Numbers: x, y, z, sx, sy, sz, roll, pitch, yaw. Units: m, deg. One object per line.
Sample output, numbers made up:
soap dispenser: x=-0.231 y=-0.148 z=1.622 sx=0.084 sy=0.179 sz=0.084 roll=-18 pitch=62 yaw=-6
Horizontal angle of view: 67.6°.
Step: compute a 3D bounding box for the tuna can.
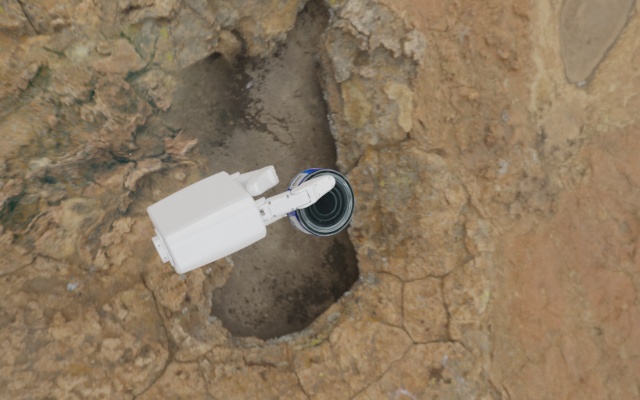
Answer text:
tuna can: x=0.000 y=0.002 z=0.601 sx=0.086 sy=0.086 sz=0.034 roll=0 pitch=3 yaw=-27
